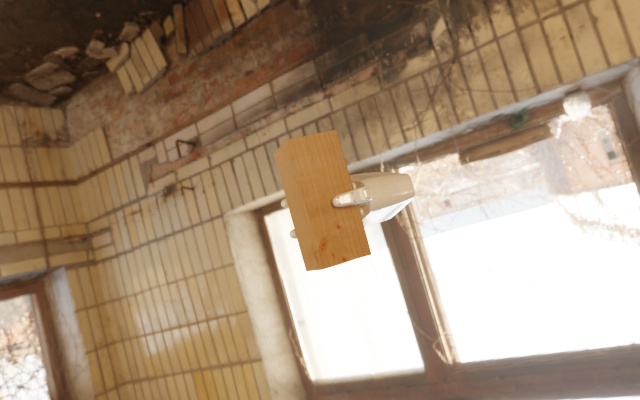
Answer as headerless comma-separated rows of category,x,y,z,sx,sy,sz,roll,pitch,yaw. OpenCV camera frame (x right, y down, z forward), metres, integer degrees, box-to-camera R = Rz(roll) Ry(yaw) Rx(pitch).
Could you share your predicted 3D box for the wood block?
wood block,0.001,0.003,0.775,0.090,0.206,0.091,-14,-5,-20
